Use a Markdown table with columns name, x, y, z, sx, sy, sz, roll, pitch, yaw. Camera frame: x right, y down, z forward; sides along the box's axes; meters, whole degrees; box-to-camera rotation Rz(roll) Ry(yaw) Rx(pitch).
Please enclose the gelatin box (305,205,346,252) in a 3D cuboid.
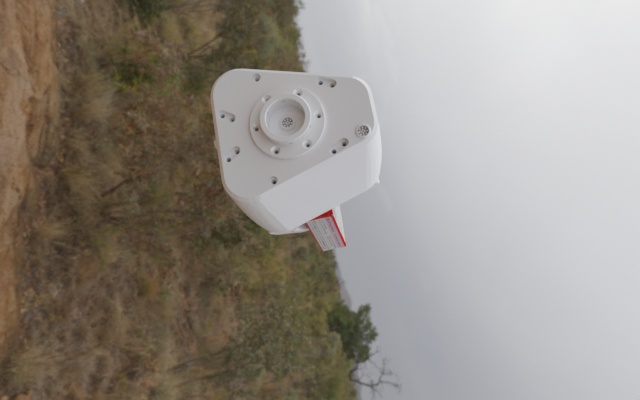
| name | x | y | z | sx | sy | sz | roll | pitch | yaw |
| --- | --- | --- | --- | --- | --- | --- | --- | --- | --- |
| gelatin box | 0.001 | 0.002 | 0.478 | 0.030 | 0.073 | 0.089 | -13 | -27 | 7 |
